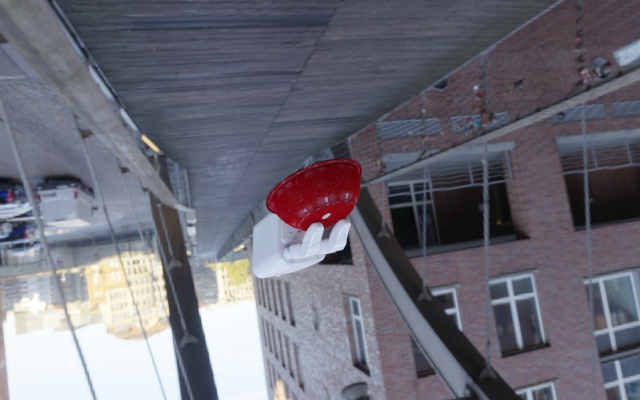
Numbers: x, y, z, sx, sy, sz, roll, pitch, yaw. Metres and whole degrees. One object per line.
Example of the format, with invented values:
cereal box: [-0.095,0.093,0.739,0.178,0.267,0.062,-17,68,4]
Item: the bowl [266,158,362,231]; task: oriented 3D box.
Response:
bowl: [0.001,0.002,0.736,0.162,0.055,0.162,-20,-23,-9]
